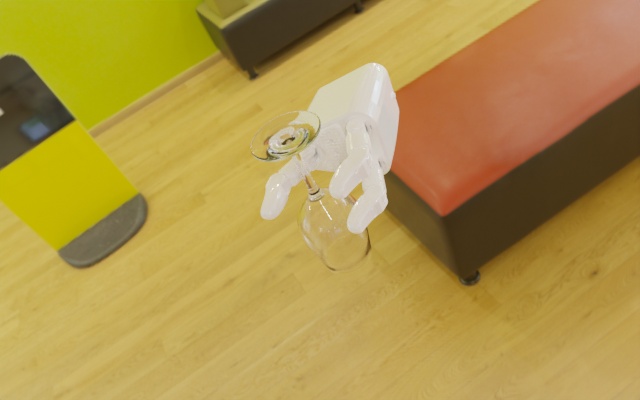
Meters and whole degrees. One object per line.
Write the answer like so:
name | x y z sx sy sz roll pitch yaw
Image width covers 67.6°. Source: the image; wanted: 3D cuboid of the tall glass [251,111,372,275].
tall glass | 0.000 0.001 0.531 0.079 0.079 0.201 0 -42 28
